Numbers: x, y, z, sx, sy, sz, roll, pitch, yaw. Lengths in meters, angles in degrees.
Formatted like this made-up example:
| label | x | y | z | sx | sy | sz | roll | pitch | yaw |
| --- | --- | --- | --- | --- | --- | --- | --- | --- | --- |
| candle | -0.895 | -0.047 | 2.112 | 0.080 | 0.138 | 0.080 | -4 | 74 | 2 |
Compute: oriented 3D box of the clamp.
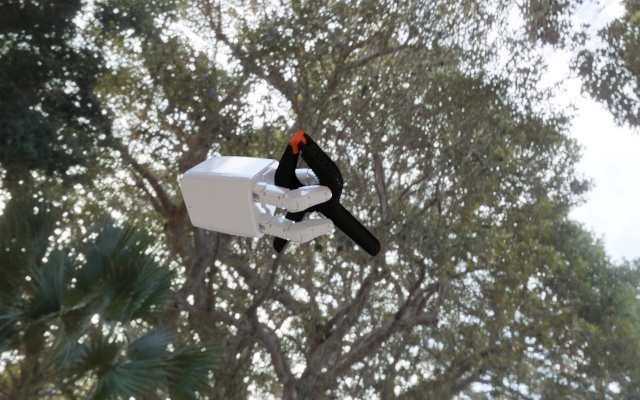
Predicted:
| label | x | y | z | sx | sy | sz | roll | pitch | yaw |
| --- | --- | --- | --- | --- | --- | --- | --- | --- | --- |
| clamp | 0.000 | 0.001 | 0.658 | 0.164 | 0.210 | 0.036 | 5 | 40 | 13 |
